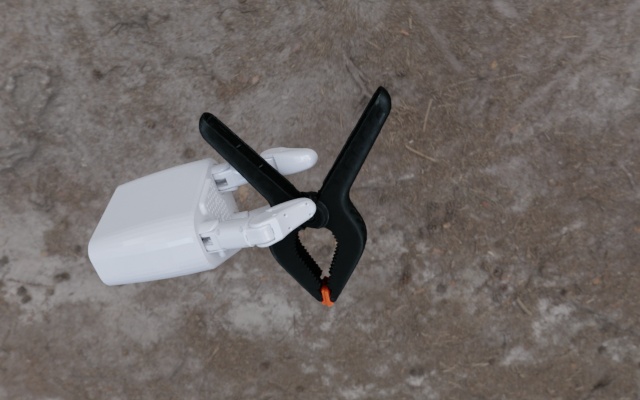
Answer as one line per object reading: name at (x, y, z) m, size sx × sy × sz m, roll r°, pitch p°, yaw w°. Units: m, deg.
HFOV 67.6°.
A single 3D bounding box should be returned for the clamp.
clamp at (0.000, 0.002, 0.434) m, size 0.164 × 0.210 × 0.036 m, roll -12°, pitch 23°, yaw 13°
